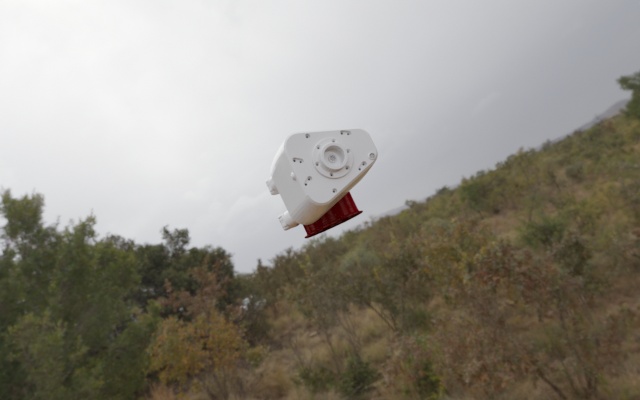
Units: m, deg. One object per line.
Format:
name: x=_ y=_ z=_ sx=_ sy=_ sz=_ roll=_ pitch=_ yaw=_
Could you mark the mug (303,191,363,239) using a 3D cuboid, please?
mug: x=0.000 y=0.002 z=0.706 sx=0.093 sy=0.081 sz=0.117 roll=-23 pitch=-7 yaw=-17
